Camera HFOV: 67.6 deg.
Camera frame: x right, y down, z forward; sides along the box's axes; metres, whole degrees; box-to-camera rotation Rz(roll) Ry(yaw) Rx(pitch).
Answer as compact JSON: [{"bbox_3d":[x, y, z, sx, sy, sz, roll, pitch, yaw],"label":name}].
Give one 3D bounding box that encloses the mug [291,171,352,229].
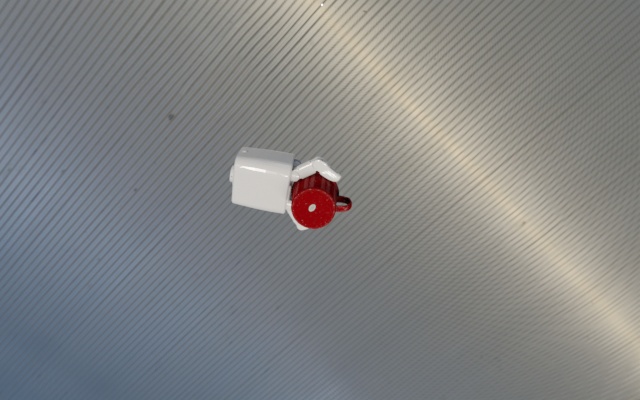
[{"bbox_3d":[0.002,0.003,0.885,0.117,0.093,0.081,9,22,-2],"label":"mug"}]
